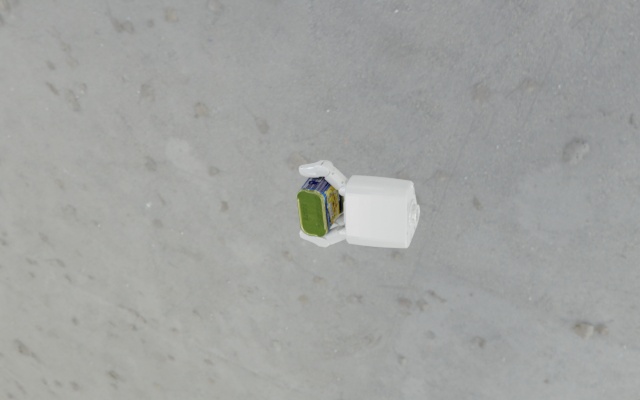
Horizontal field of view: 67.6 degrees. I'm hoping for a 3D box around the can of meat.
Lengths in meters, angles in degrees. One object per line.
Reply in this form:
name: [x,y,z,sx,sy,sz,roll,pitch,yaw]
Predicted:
can of meat: [0.000,0.003,0.846,0.057,0.102,0.084,8,35,21]
